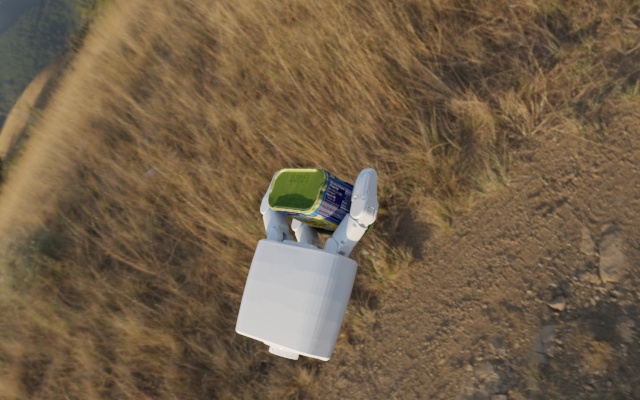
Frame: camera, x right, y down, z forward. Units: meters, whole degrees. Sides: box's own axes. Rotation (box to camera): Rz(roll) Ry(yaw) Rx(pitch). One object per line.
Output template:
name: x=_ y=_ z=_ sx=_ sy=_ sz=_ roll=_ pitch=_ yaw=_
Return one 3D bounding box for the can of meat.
can of meat: x=0.000 y=0.002 z=0.547 sx=0.084 sy=0.057 sz=0.102 roll=26 pitch=-13 yaw=-37
